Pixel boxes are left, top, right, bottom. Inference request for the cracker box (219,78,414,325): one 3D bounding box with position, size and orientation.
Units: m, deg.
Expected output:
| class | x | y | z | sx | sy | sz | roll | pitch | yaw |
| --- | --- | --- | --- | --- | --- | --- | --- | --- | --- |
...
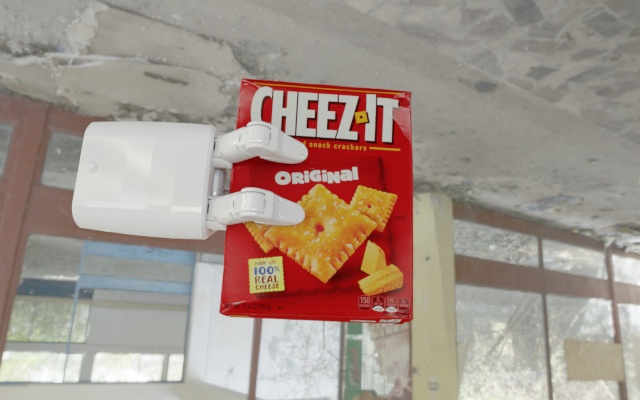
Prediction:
| class | x | y | z | sx | sy | sz | roll | pitch | yaw |
| --- | --- | --- | --- | --- | --- | --- | --- | --- | --- |
| cracker box | 0.000 | 0.002 | 0.441 | 0.164 | 0.213 | 0.072 | 4 | -14 | -4 |
